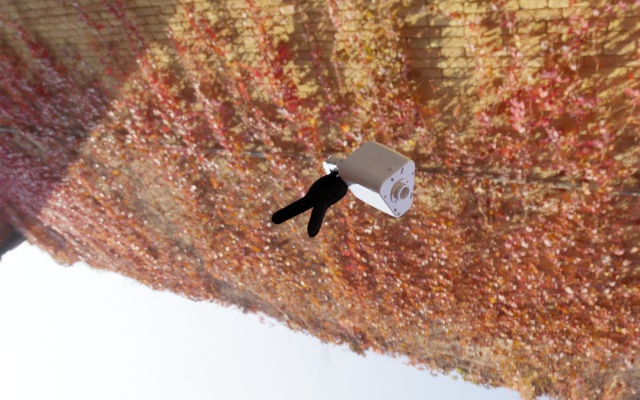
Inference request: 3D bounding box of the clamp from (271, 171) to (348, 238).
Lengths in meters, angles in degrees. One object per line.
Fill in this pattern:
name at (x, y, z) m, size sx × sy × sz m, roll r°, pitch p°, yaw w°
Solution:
clamp at (0.000, 0.003, 0.890) m, size 0.171 × 0.039 × 0.120 m, roll -42°, pitch 42°, yaw -16°
